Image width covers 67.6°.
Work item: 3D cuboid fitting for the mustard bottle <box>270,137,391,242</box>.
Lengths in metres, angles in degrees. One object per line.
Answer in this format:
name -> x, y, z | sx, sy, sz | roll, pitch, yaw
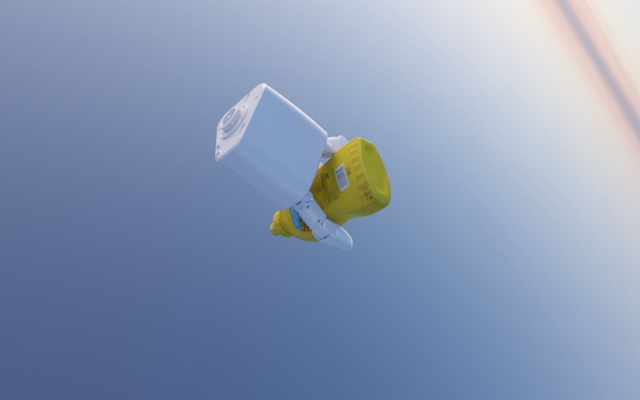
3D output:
mustard bottle -> 0.001, 0.002, 0.640 | 0.192, 0.096, 0.058 | -31, -29, 33
